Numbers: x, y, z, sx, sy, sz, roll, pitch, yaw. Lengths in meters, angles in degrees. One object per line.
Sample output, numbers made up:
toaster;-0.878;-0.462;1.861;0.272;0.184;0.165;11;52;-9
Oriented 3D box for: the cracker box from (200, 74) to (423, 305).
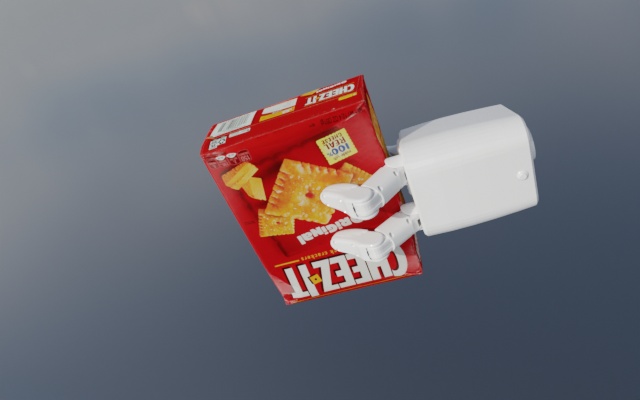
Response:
cracker box;0.000;0.001;0.495;0.164;0.214;0.072;-15;32;14
